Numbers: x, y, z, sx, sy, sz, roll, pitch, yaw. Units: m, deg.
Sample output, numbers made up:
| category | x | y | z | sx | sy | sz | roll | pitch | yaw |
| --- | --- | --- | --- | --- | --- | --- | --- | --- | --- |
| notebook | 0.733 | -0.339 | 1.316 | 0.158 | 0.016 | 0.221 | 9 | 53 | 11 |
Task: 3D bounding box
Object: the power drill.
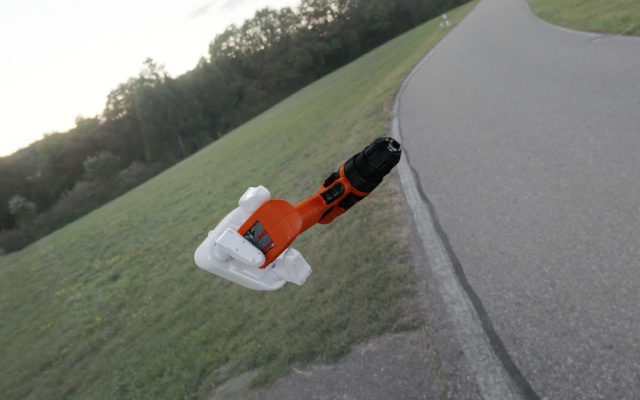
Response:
| category | x | y | z | sx | sy | sz | roll | pitch | yaw |
| --- | --- | --- | --- | --- | --- | --- | --- | --- | --- |
| power drill | 0.000 | 0.002 | 0.585 | 0.187 | 0.057 | 0.184 | -28 | -12 | -43 |
